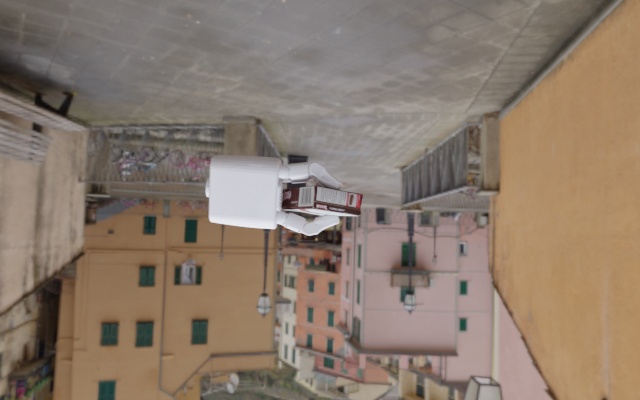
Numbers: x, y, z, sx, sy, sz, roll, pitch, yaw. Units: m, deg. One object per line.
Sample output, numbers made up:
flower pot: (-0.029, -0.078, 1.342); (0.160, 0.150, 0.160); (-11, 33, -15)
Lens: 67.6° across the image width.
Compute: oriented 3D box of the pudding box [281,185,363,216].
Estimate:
pudding box: (0.000, 0.003, 0.771); (0.090, 0.039, 0.113); (9, -5, -29)
